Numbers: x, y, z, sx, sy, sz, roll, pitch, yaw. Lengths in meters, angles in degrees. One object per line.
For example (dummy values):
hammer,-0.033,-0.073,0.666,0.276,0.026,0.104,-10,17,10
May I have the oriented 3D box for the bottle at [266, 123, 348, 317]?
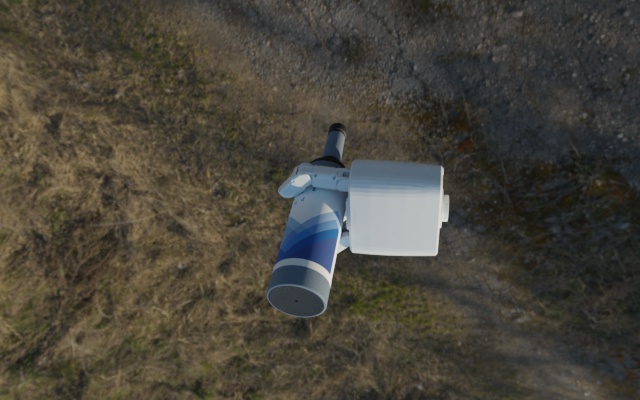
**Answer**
bottle,0.000,0.002,0.610,0.069,0.295,0.069,8,-42,7
